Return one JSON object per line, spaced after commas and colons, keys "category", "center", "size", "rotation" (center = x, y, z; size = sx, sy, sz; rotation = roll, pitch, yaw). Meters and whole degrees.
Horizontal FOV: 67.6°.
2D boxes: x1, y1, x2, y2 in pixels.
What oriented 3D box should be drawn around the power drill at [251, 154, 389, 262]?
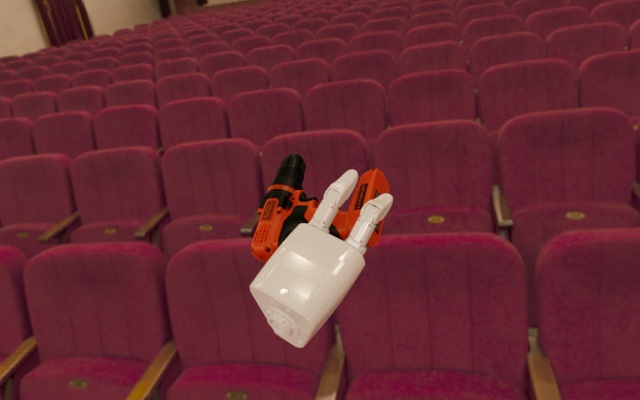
{"category": "power drill", "center": [0.000, 0.002, 0.682], "size": [0.187, 0.184, 0.057], "rotation": [-5, -35, 30]}
